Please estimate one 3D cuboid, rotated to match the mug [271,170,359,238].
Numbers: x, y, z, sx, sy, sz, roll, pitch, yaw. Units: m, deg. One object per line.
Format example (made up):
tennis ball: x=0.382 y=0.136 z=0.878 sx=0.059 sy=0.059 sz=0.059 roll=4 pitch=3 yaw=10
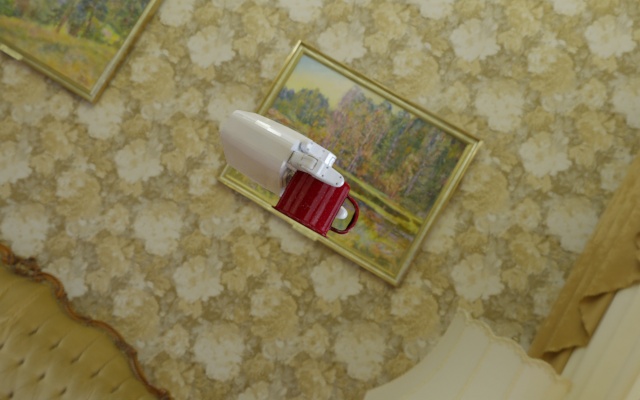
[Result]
mug: x=0.001 y=0.003 z=0.679 sx=0.117 sy=0.081 sz=0.093 roll=29 pitch=-5 yaw=8
